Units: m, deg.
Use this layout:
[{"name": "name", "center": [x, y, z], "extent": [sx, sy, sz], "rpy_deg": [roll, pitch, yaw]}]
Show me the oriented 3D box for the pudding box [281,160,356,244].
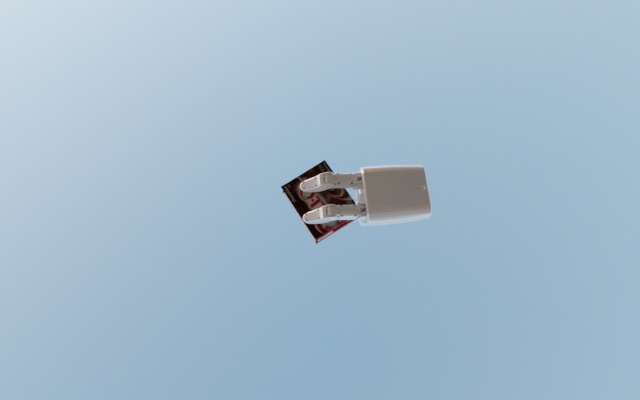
[{"name": "pudding box", "center": [0.000, 0.003, 0.805], "extent": [0.090, 0.113, 0.039], "rpy_deg": [-32, -17, -10]}]
